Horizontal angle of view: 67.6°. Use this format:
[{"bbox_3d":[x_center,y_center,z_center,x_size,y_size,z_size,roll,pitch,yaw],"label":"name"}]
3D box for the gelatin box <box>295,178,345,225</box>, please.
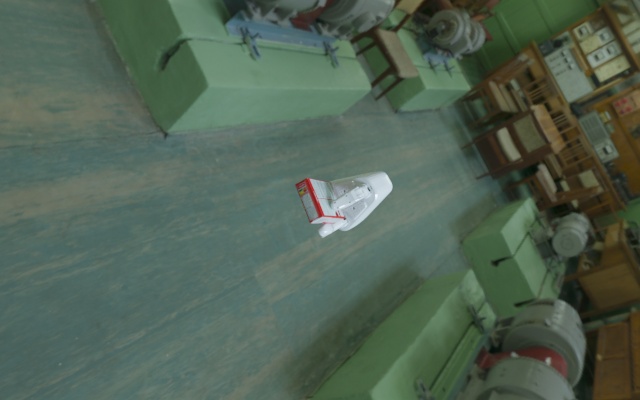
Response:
[{"bbox_3d":[0.000,0.002,0.826,0.030,0.073,0.089,-28,-16,24],"label":"gelatin box"}]
